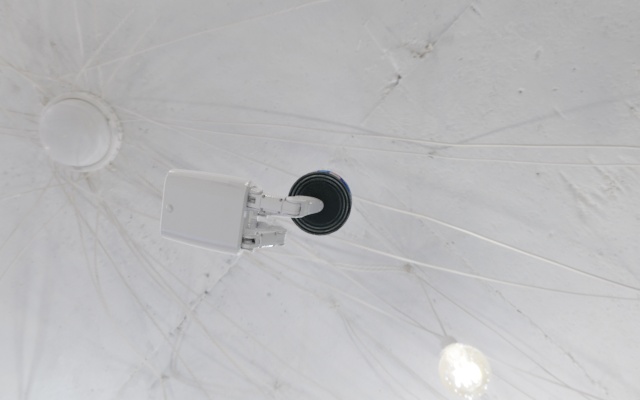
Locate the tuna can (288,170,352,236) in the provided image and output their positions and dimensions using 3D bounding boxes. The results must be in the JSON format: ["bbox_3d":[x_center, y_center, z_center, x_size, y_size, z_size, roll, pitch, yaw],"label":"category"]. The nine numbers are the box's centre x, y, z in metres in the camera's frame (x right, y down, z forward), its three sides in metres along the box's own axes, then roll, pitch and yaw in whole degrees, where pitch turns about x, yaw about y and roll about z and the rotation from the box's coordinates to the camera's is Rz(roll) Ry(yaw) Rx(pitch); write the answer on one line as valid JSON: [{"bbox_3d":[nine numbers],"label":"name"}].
[{"bbox_3d":[0.000,0.002,0.644,0.086,0.086,0.033,0,9,7],"label":"tuna can"}]
